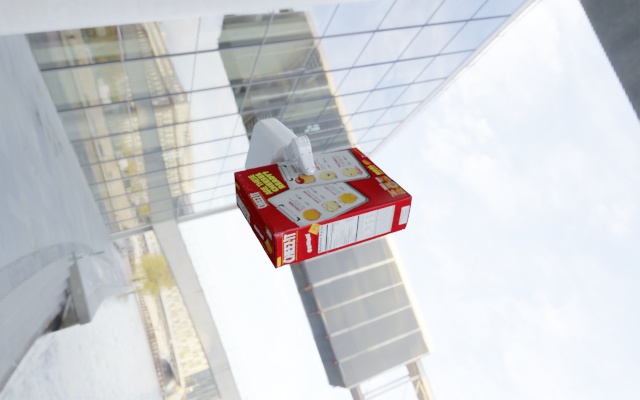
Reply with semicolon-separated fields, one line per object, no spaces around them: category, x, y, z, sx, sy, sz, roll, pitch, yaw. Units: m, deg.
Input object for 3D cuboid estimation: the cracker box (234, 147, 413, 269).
cracker box;0.000;0.002;0.708;0.213;0.072;0.164;-15;38;-22
